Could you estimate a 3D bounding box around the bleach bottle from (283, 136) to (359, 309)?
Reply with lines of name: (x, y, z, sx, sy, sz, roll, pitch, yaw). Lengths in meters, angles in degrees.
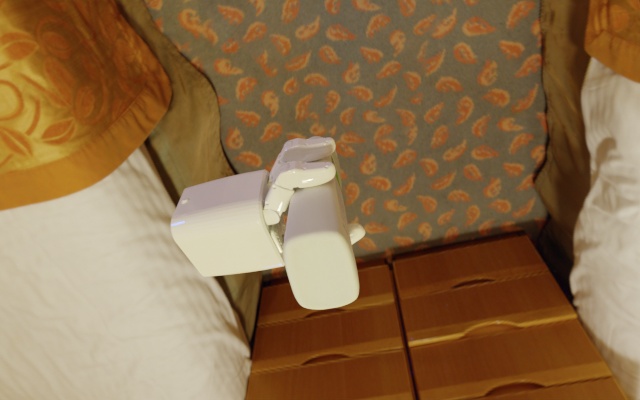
bleach bottle: (0.000, 0.002, 0.564, 0.068, 0.103, 0.250, -10, 33, 6)
